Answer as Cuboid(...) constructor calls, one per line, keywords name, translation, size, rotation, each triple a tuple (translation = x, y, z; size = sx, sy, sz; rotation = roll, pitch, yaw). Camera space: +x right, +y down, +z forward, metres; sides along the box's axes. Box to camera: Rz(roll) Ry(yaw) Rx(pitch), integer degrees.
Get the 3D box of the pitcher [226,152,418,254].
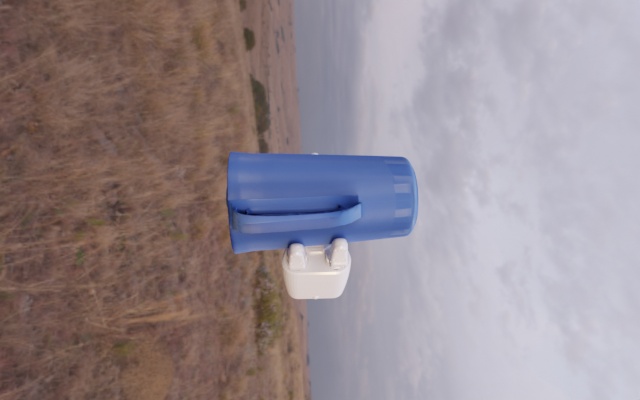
Cuboid(name="pitcher", translation=(0.000, 0.002, 0.624), size=(0.243, 0.149, 0.145), rotation=(-2, -32, -4))
